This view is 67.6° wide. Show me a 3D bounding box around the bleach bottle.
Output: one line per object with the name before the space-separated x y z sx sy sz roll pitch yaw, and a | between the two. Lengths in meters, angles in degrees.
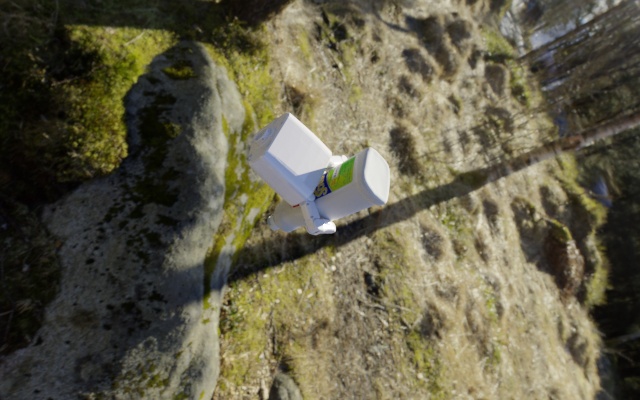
bleach bottle | 0.000 0.003 0.830 0.251 0.102 0.068 -27 -56 34
